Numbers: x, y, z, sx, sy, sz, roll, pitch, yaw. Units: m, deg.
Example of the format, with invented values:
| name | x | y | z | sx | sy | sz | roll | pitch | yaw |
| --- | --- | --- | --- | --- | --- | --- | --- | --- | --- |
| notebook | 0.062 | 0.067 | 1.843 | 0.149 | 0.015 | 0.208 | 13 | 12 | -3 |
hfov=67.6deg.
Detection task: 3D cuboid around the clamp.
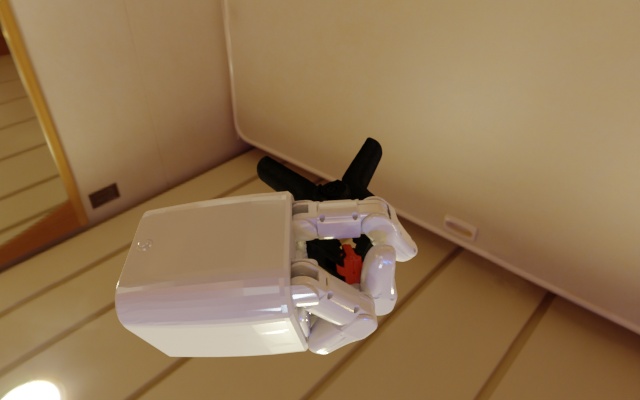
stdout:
| name | x | y | z | sx | sy | sz | roll | pitch | yaw |
| --- | --- | --- | --- | --- | --- | --- | --- | --- | --- |
| clamp | 0.000 | 0.002 | 0.406 | 0.120 | 0.039 | 0.171 | -10 | 35 | 7 |
